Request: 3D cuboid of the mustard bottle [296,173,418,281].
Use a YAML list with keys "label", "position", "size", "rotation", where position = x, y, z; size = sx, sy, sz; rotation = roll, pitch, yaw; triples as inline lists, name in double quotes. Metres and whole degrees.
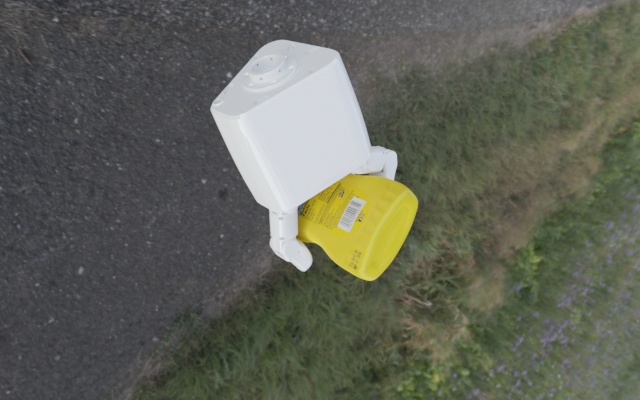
- label: "mustard bottle"
  position: [0.000, 0.002, 0.503]
  size: [0.191, 0.096, 0.058]
  rotation: [26, -5, 39]
